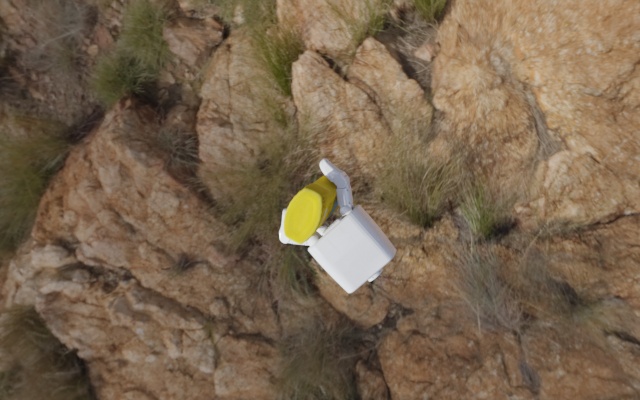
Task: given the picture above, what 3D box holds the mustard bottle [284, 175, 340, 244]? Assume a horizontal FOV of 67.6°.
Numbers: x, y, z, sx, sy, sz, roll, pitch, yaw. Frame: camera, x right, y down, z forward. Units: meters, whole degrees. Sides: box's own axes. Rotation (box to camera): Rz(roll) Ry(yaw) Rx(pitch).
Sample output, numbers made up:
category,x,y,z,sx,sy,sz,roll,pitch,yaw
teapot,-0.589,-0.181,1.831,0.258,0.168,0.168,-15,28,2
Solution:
category,x,y,z,sx,sy,sz,roll,pitch,yaw
mustard bottle,0.000,0.003,0.831,0.058,0.096,0.191,26,21,10
